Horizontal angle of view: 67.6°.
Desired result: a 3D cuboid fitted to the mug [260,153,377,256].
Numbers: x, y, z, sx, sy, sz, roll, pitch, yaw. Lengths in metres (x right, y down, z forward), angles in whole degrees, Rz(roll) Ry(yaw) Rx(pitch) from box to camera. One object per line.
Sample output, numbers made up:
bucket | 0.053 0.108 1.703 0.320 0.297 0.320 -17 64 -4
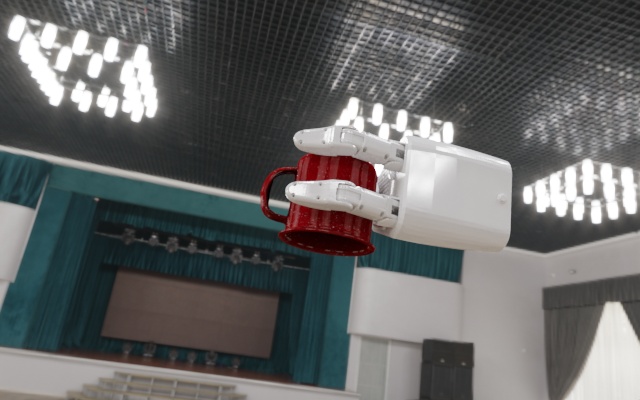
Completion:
mug | -0.001 0.001 0.465 0.117 0.081 0.093 12 -18 -9
